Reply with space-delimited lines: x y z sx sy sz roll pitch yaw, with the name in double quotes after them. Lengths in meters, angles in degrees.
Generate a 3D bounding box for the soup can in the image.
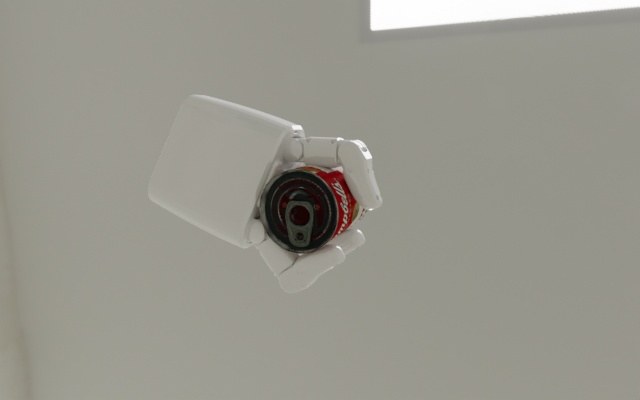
0.001 0.001 0.420 0.068 0.068 0.102 0 9 22 "soup can"
